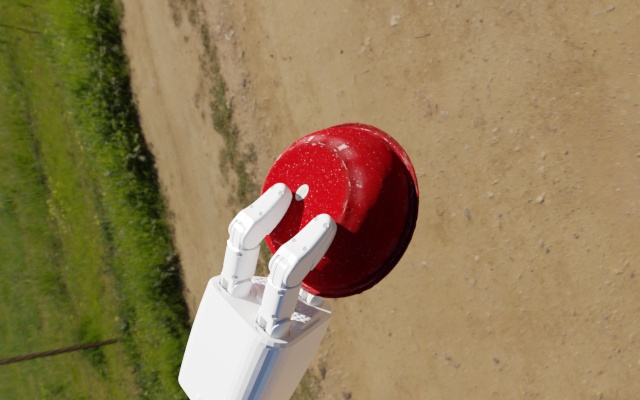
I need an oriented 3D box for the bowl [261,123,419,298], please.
[{"bbox_3d":[0.000,0.000,0.413,0.162,0.162,0.055,0,-12,36],"label":"bowl"}]
